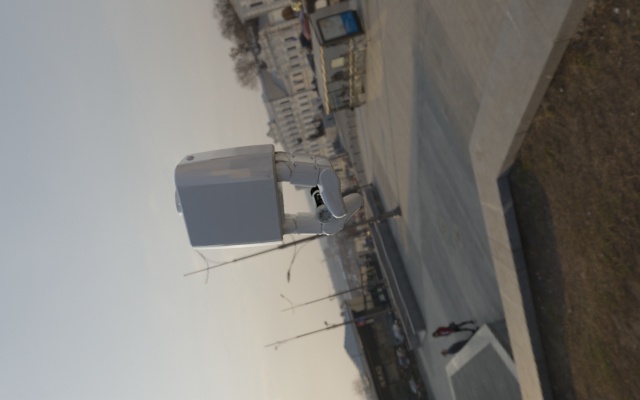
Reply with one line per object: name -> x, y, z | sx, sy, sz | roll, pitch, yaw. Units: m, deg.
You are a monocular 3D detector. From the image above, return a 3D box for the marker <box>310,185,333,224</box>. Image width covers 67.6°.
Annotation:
marker -> 0.000, 0.002, 0.590 | 0.020, 0.020, 0.121 | 0, 15, -5
